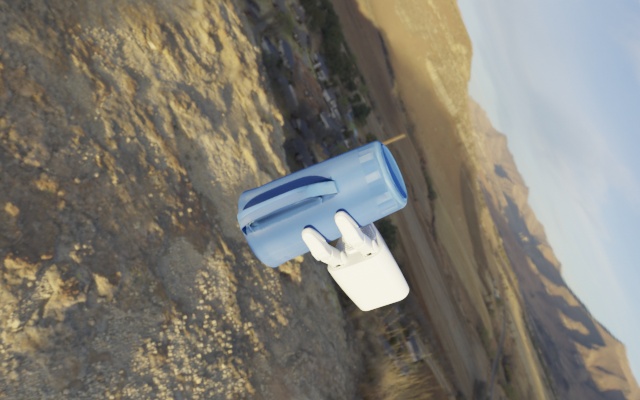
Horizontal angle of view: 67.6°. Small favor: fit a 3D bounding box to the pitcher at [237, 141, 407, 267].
[{"bbox_3d":[0.000,0.002,0.731,0.243,0.145,0.149,-24,30,19],"label":"pitcher"}]
